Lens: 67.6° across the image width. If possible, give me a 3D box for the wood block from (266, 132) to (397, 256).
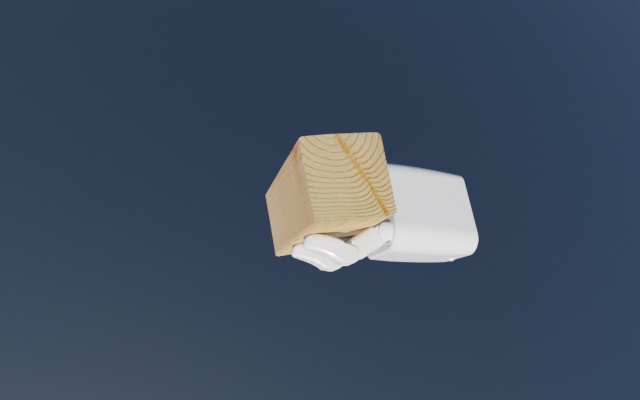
[{"bbox_3d":[0.000,0.001,0.566,0.090,0.090,0.206,-6,-13,-18],"label":"wood block"}]
